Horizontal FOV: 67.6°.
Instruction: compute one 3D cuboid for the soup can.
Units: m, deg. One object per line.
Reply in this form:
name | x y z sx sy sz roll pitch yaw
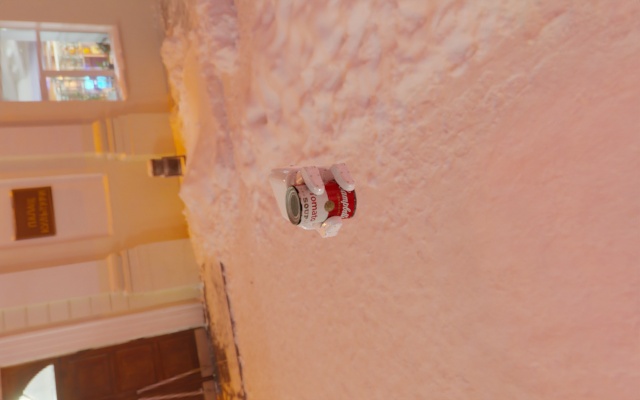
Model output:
soup can | 0.000 0.003 0.795 0.102 0.068 0.068 -7 3 -24
